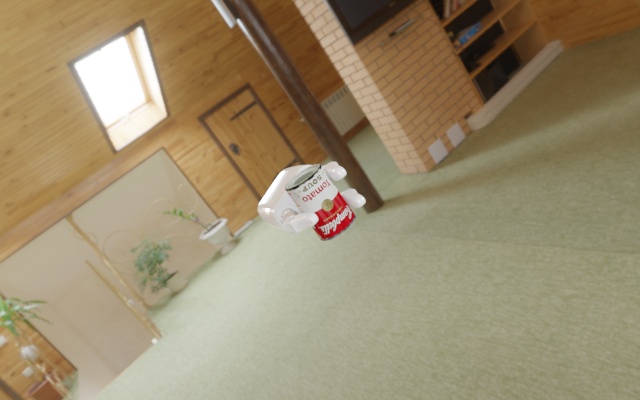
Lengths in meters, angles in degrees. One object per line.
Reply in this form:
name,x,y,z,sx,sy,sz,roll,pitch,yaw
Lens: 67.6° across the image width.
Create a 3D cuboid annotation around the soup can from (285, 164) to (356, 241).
soup can,0.000,0.002,0.739,0.068,0.102,0.068,-32,17,11
